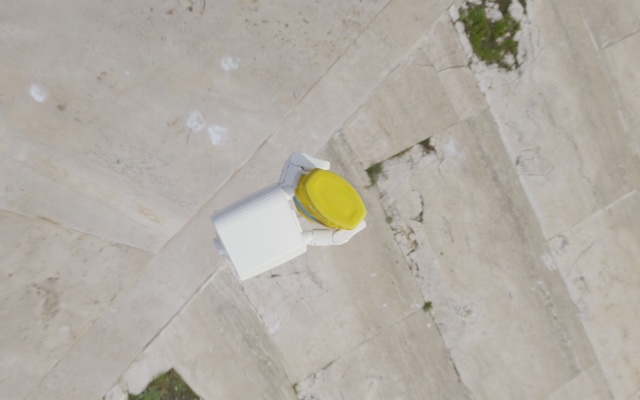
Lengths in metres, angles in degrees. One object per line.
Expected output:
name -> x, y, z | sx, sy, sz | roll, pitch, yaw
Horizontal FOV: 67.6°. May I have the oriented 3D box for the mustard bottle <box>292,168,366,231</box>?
mustard bottle -> 0.000, 0.002, 0.720 | 0.096, 0.058, 0.191 | 41, -10, -8
